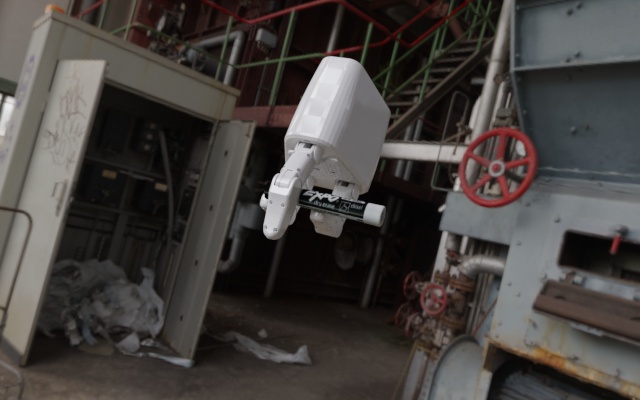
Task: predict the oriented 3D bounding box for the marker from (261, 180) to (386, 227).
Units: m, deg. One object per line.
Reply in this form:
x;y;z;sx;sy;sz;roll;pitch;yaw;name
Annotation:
0.000;0.001;0.444;0.121;0.020;0.020;13;4;19;marker
